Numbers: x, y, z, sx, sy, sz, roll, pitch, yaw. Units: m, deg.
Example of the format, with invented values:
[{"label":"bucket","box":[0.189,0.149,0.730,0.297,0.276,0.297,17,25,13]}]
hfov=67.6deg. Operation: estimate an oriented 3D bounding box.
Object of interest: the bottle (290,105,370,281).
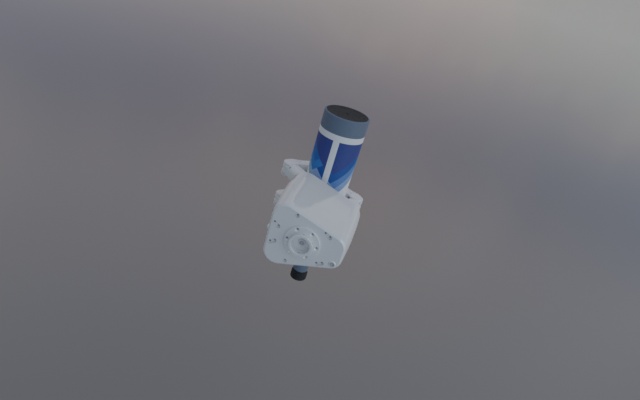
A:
[{"label":"bottle","box":[0.000,0.002,0.742,0.069,0.296,0.069,13,27,-7]}]
